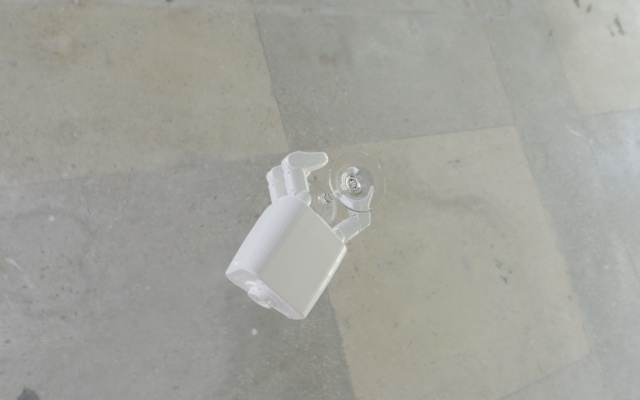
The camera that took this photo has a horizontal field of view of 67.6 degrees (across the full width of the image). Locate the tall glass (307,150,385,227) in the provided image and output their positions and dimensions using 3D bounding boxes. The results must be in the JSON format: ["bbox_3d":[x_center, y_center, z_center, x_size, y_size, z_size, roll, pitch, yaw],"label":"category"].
[{"bbox_3d":[0.001,0.002,0.634,0.079,0.079,0.201,0,-14,-26],"label":"tall glass"}]
